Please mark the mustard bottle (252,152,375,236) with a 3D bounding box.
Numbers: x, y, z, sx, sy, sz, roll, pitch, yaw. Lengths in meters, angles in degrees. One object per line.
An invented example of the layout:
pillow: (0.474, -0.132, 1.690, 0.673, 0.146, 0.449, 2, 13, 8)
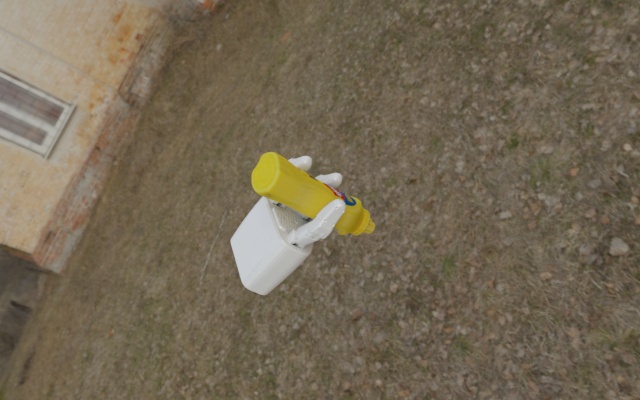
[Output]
mustard bottle: (0.000, 0.002, 0.669, 0.192, 0.058, 0.096, 28, 5, -26)
